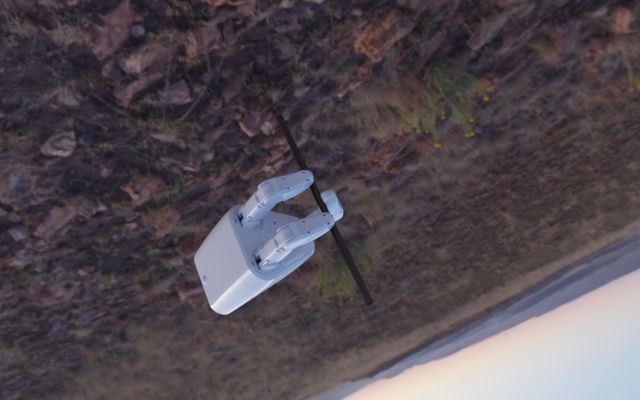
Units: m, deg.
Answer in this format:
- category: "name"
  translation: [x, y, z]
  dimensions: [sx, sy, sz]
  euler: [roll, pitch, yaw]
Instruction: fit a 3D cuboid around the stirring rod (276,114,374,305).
- category: "stirring rod"
  translation: [0.000, 0.002, 0.517]
  dimensions: [0.011, 0.239, 0.011]
  euler: [-22, -22, -9]
